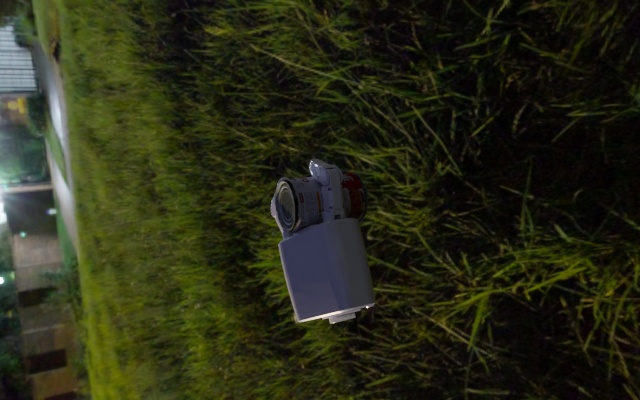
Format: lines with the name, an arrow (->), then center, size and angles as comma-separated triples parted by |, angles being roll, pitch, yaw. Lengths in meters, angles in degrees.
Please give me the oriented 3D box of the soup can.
soup can -> 0.000, 0.002, 0.617 | 0.102, 0.068, 0.068 | -6, 3, -27
